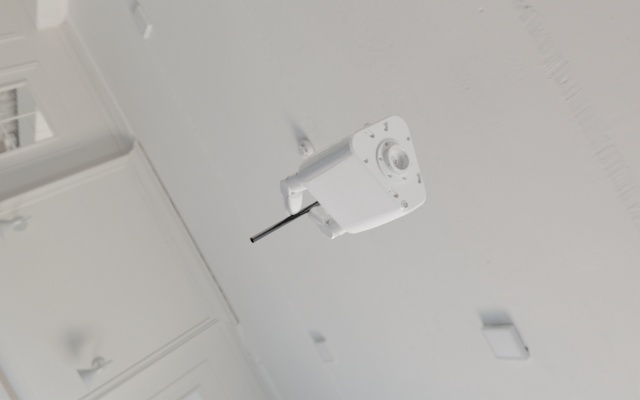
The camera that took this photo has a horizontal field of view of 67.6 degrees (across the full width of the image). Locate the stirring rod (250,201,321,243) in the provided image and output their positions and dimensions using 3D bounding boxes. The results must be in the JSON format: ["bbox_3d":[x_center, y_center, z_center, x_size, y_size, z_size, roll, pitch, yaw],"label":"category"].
[{"bbox_3d":[0.000,0.002,0.668,0.239,0.011,0.011,-29,18,-35],"label":"stirring rod"}]
